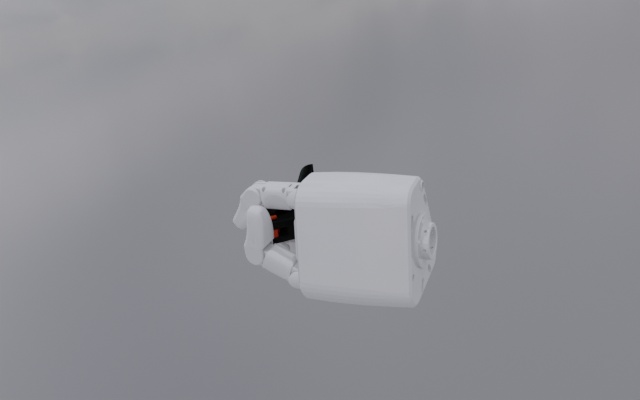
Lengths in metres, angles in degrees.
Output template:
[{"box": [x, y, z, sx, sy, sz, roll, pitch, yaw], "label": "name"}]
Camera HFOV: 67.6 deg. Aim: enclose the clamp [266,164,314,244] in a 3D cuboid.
[{"box": [0.000, 0.001, 0.532, 0.120, 0.039, 0.171, 2, 27, 27], "label": "clamp"}]
